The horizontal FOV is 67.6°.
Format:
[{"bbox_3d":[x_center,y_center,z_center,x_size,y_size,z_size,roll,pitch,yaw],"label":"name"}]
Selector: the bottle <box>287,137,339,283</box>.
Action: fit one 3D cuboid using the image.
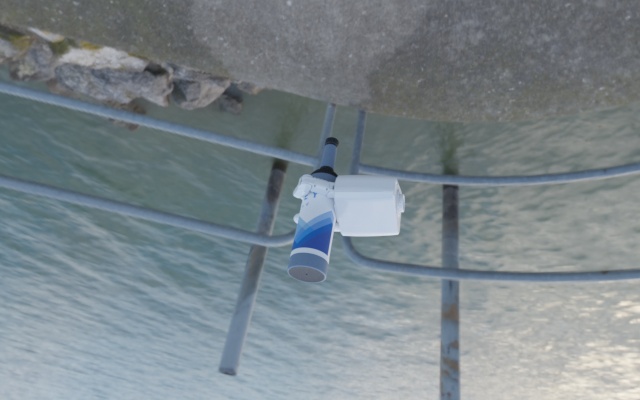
[{"bbox_3d":[0.000,0.003,0.879,0.069,0.295,0.069,8,-33,5],"label":"bottle"}]
